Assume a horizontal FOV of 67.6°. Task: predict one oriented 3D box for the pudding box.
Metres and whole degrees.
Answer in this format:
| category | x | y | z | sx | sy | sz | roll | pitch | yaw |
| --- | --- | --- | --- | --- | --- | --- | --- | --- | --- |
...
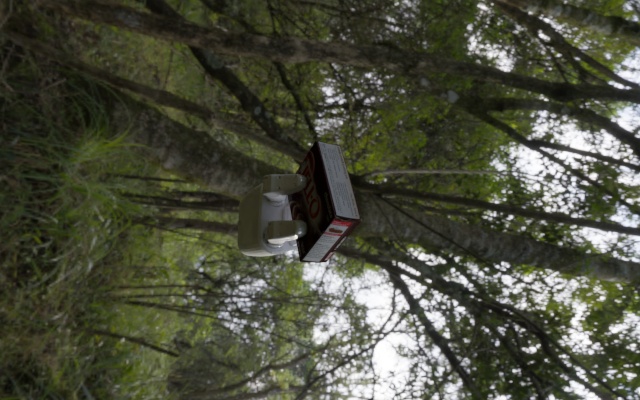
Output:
| category | x | y | z | sx | sy | sz | roll | pitch | yaw |
| --- | --- | --- | --- | --- | --- | --- | --- | --- | --- |
| pudding box | 0.000 | 0.002 | 0.549 | 0.039 | 0.113 | 0.090 | 6 | -40 | -28 |
